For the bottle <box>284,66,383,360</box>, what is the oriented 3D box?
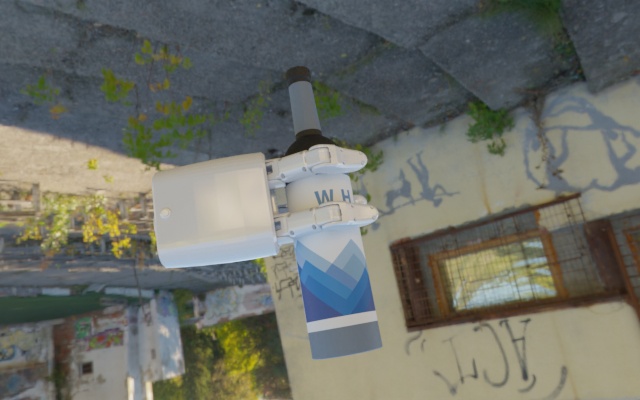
[{"bbox_3d":[0.000,0.002,0.480,0.069,0.295,0.069,-10,-15,-2],"label":"bottle"}]
